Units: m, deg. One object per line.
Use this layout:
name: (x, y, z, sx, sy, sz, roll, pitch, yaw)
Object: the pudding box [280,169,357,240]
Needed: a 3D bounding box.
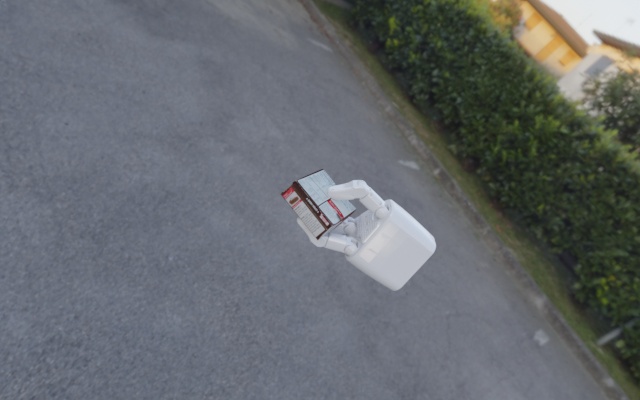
pudding box: (0.000, 0.002, 0.739, 0.039, 0.090, 0.113, -42, -6, 24)
